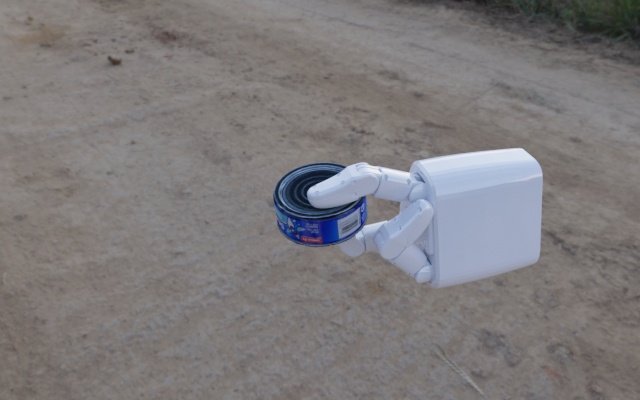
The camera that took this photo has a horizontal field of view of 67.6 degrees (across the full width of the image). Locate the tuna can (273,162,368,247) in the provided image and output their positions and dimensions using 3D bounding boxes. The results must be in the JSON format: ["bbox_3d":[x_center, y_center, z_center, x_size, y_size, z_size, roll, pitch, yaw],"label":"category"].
[{"bbox_3d":[0.000,0.001,0.439,0.086,0.034,0.086,-4,39,3],"label":"tuna can"}]
